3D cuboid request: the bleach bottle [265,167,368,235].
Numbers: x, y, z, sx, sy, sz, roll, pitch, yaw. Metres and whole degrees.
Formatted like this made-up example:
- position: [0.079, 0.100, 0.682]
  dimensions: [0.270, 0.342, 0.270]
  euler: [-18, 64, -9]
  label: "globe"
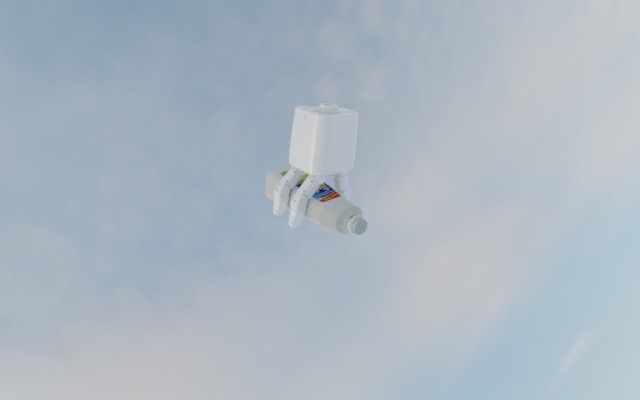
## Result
- position: [0.000, 0.003, 0.877]
  dimensions: [0.102, 0.068, 0.250]
  euler: [-8, 23, -36]
  label: "bleach bottle"
